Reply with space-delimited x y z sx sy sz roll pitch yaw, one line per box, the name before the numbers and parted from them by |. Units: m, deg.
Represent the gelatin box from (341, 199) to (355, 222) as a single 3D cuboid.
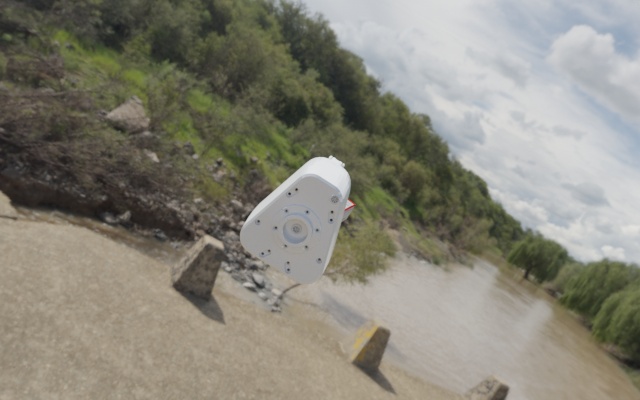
gelatin box | 0.000 0.002 0.643 0.073 0.030 0.089 35 18 11
